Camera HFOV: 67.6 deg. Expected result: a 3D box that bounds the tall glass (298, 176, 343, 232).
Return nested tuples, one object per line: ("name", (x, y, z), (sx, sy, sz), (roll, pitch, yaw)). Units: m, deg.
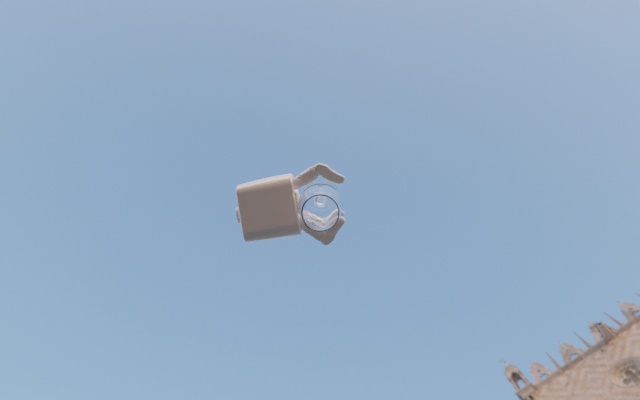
("tall glass", (0.000, 0.003, 0.864), (0.079, 0.079, 0.201), (0, 10, 0))
